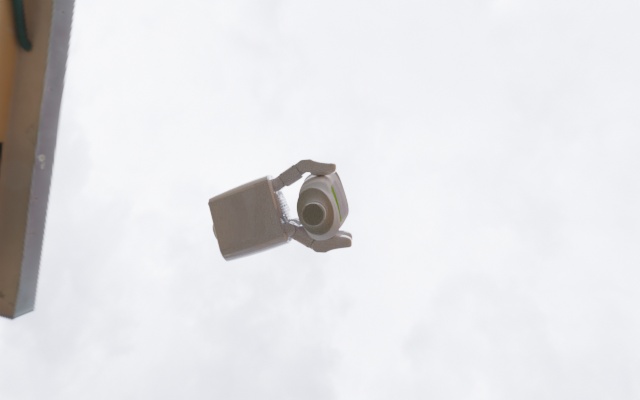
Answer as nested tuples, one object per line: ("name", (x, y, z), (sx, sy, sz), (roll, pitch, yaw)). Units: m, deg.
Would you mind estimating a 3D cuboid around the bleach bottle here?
("bleach bottle", (0.000, 0.002, 0.732), (0.068, 0.102, 0.251), (-19, 1, 7))
